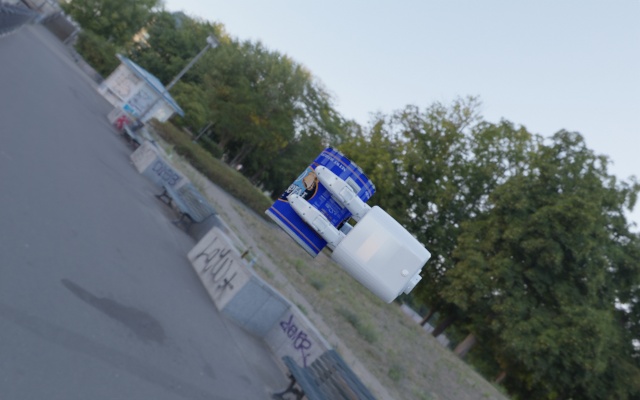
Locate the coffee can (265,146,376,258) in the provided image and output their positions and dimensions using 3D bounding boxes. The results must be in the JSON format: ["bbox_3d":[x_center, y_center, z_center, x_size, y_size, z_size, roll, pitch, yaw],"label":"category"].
[{"bbox_3d":[0.000,0.002,0.727,0.103,0.140,0.103,42,-6,6],"label":"coffee can"}]
